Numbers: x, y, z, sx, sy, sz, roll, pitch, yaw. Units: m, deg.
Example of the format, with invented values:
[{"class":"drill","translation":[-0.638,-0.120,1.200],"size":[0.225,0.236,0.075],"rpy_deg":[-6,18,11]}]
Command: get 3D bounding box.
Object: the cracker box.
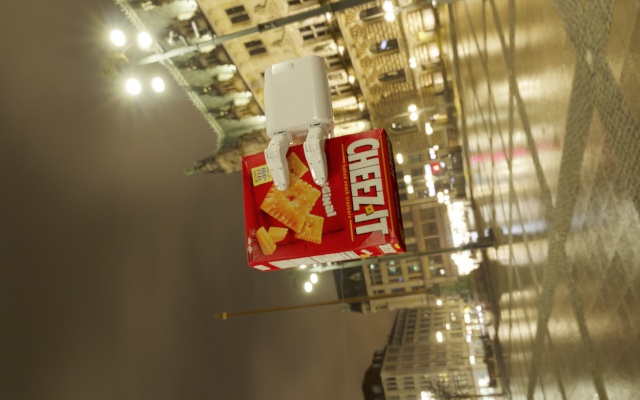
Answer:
[{"class":"cracker box","translation":[0.000,0.002,0.670],"size":[0.214,0.164,0.072],"rpy_deg":[-10,-17,15]}]
